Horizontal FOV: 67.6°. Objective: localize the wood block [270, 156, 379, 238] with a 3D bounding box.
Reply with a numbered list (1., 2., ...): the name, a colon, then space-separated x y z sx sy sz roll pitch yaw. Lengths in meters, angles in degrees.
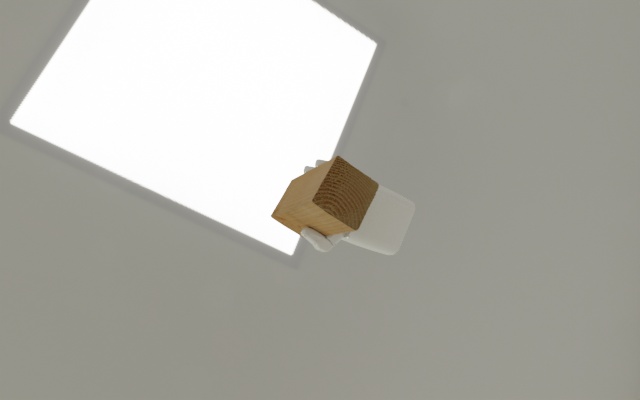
1. wood block: 0.000 0.003 0.833 0.090 0.090 0.206 34 -20 -16
